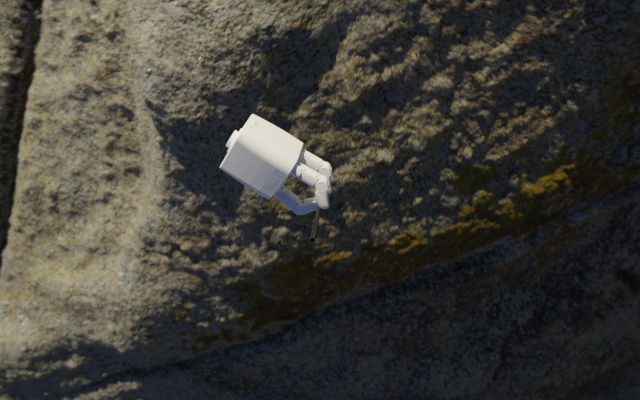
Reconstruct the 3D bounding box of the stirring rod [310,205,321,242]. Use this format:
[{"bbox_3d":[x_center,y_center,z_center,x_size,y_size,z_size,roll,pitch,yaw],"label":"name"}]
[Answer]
[{"bbox_3d":[0.000,0.003,0.850,0.011,0.011,0.239,0,30,7],"label":"stirring rod"}]
